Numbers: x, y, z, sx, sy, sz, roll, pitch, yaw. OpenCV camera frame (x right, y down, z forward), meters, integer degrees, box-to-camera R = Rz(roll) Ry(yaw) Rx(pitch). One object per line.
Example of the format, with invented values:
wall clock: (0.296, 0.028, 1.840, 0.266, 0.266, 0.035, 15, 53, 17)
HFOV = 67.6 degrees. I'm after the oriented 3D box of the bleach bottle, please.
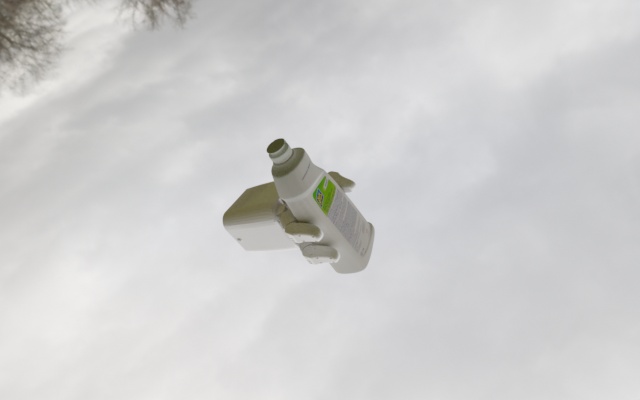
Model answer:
bleach bottle: (0.000, 0.002, 0.707, 0.068, 0.102, 0.251, -11, -46, 28)
